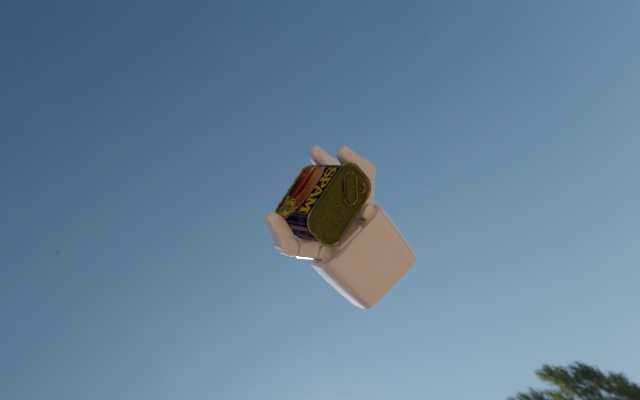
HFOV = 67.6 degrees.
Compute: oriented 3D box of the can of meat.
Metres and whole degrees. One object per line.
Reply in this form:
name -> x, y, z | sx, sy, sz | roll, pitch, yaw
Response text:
can of meat -> 0.000, 0.002, 0.591 | 0.057, 0.102, 0.084 | 45, -22, -30
